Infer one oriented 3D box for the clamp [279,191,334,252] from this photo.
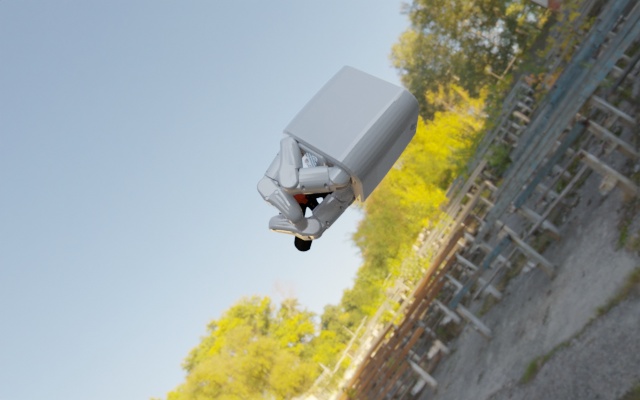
[{"bbox_3d":[0.000,0.002,0.593,0.039,0.120,0.171,38,-9,16],"label":"clamp"}]
